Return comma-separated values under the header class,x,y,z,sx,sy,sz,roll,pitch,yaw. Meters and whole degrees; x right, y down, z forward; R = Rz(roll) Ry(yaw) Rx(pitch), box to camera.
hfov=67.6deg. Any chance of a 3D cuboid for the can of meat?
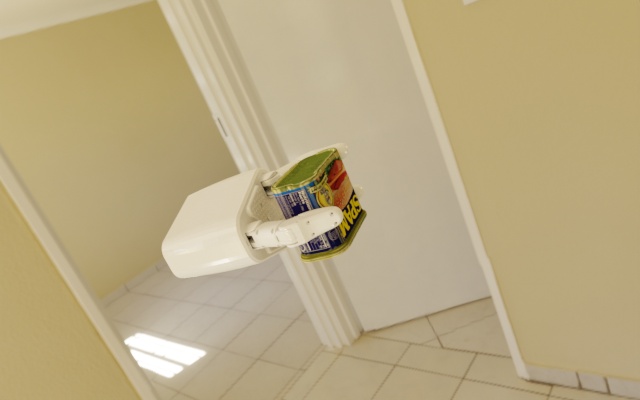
class,x,y,z,sx,sy,sz,roll,pitch,yaw
can of meat,0.000,0.001,0.502,0.057,0.084,0.102,-15,19,27
